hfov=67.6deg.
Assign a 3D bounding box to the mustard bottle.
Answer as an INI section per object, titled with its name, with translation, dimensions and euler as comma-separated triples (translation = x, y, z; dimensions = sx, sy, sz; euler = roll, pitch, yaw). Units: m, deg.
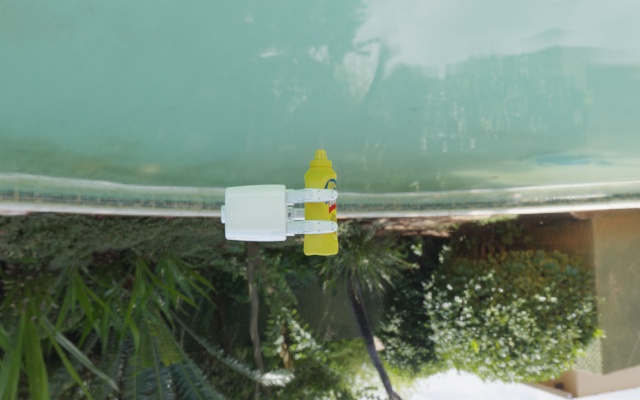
[mustard bottle]
translation = 0.000, 0.003, 0.875
dimensions = 0.058, 0.191, 0.096
euler = -2, -4, 18
